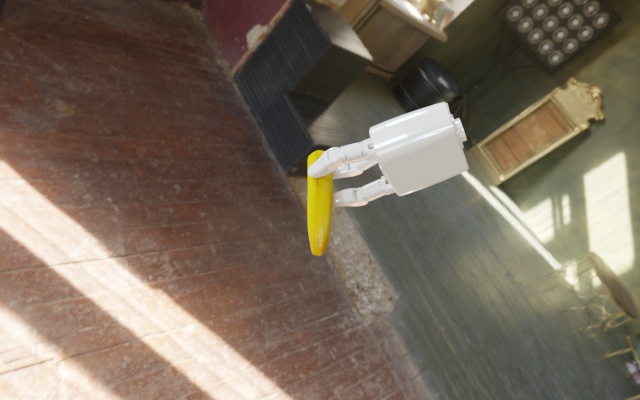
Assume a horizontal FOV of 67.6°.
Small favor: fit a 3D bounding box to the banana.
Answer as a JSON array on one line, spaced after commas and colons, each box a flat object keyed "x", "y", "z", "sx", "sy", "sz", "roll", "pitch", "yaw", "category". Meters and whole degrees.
[{"x": 0.000, "y": -0.013, "z": 0.696, "sx": 0.037, "sy": 0.070, "sz": 0.197, "roll": -1, "pitch": 44, "yaw": 0, "category": "banana"}]
